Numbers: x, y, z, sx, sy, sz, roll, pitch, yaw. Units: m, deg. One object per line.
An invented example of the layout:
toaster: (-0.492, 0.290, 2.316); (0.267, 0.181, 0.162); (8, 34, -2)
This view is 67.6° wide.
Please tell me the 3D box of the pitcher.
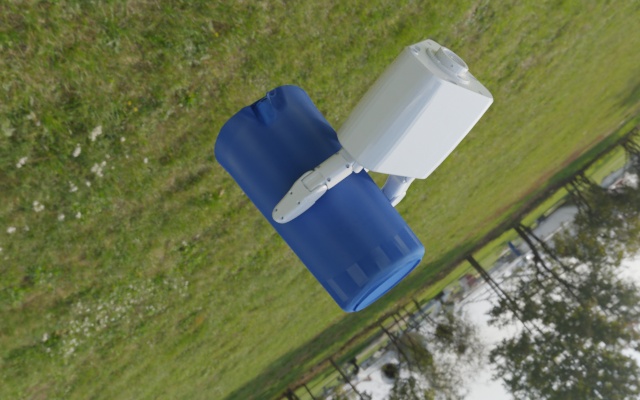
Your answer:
pitcher: (0.000, 0.002, 0.542); (0.149, 0.242, 0.145); (-12, -32, -52)
